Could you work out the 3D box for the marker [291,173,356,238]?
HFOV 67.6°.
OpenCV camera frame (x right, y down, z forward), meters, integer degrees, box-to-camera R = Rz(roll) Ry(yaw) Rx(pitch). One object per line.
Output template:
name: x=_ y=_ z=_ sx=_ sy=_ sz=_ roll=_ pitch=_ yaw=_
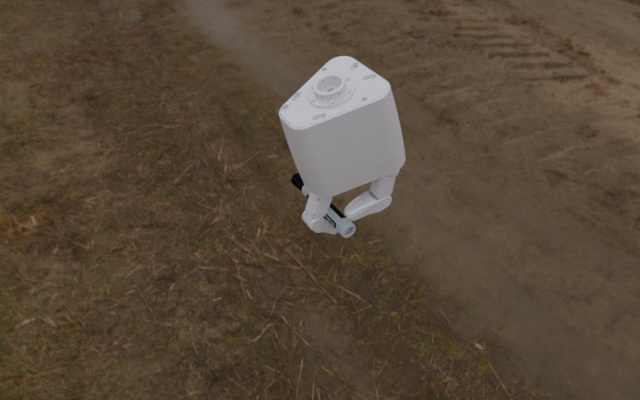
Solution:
marker: x=0.000 y=0.002 z=0.582 sx=0.020 sy=0.020 sz=0.121 roll=0 pitch=34 yaw=-42
